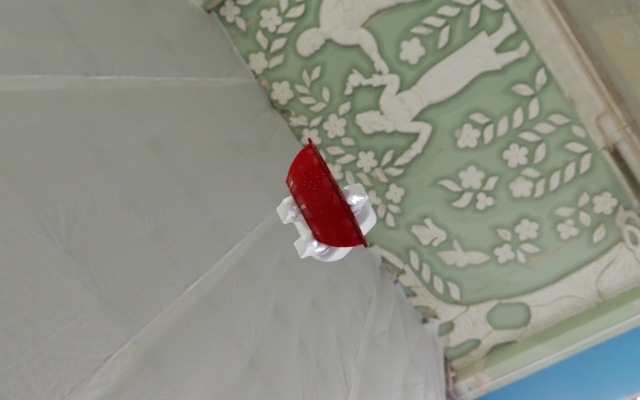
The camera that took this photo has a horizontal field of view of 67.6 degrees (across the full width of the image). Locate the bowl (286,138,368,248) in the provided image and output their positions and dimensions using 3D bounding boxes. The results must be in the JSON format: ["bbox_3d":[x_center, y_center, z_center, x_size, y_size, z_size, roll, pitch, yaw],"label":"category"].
[{"bbox_3d":[-0.001,0.002,0.617,0.055,0.162,0.162,-28,0,-1],"label":"bowl"}]
